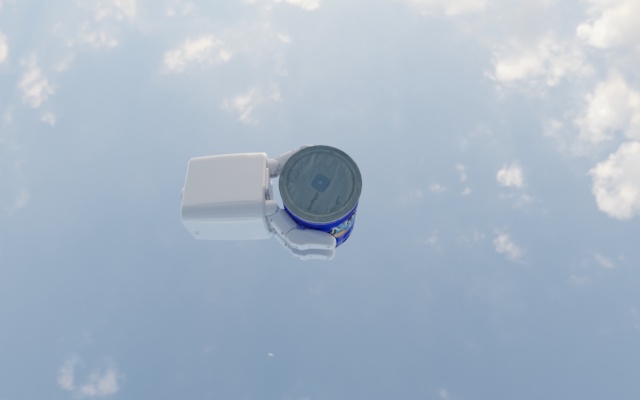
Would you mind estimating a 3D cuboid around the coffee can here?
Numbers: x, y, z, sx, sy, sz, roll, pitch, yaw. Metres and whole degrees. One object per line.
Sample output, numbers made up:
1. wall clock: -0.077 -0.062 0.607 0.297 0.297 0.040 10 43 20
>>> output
1. coffee can: 0.000 0.002 0.647 0.103 0.102 0.140 0 -21 0
